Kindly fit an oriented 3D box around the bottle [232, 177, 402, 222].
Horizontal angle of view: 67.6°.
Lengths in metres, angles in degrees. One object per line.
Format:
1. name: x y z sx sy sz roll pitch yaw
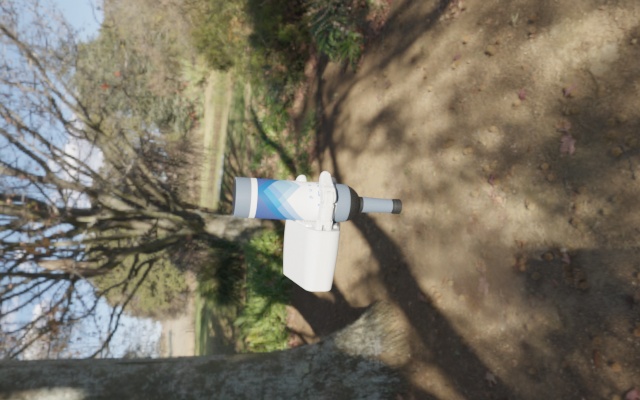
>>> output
1. bottle: 0.000 0.003 0.823 0.296 0.069 0.069 3 -1 -15
